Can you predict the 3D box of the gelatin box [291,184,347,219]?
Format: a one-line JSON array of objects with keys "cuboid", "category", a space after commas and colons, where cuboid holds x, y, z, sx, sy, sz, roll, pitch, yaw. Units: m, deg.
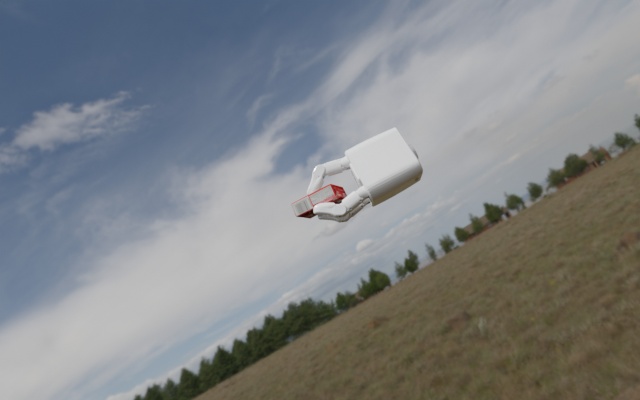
[{"cuboid": [0.000, 0.003, 0.893, 0.089, 0.030, 0.073, -27, -12, 15], "category": "gelatin box"}]
